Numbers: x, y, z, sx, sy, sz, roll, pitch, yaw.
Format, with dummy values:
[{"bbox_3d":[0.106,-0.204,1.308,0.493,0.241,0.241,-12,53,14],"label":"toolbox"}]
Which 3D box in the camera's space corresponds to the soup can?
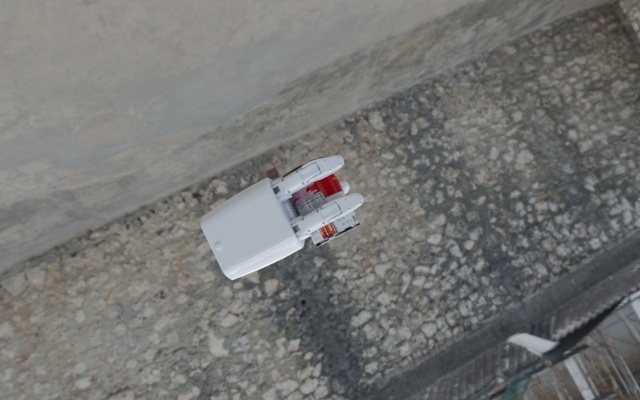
[{"bbox_3d":[0.001,0.002,0.631,0.068,0.102,0.068,-27,-5,-3],"label":"soup can"}]
